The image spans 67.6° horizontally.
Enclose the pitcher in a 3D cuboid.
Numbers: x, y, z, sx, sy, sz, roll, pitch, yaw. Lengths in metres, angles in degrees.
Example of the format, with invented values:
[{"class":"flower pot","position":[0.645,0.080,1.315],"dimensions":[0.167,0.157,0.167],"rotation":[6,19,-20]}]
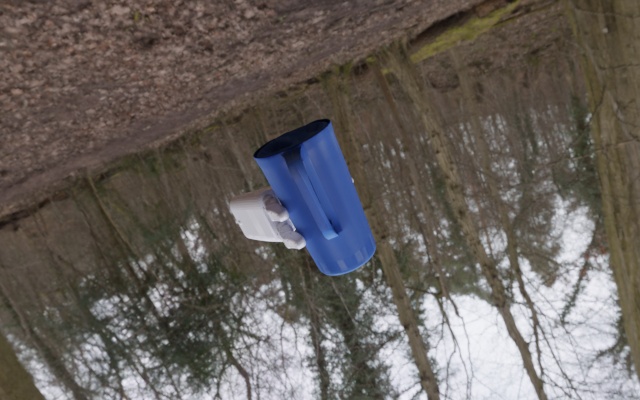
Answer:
[{"class":"pitcher","position":[0.000,0.003,0.777],"dimensions":[0.145,0.243,0.149],"rotation":[-4,28,47]}]
